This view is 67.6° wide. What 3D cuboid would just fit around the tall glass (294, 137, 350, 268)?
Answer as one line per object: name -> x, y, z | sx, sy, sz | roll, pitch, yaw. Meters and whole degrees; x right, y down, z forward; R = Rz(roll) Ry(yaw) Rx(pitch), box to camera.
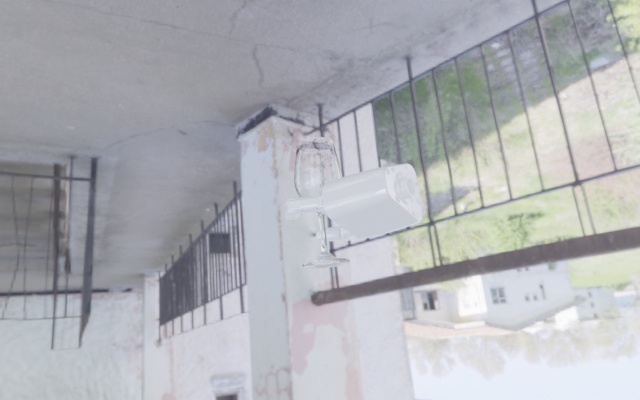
tall glass -> 0.000, 0.003, 0.761 | 0.079, 0.201, 0.079 | -5, -16, -2
